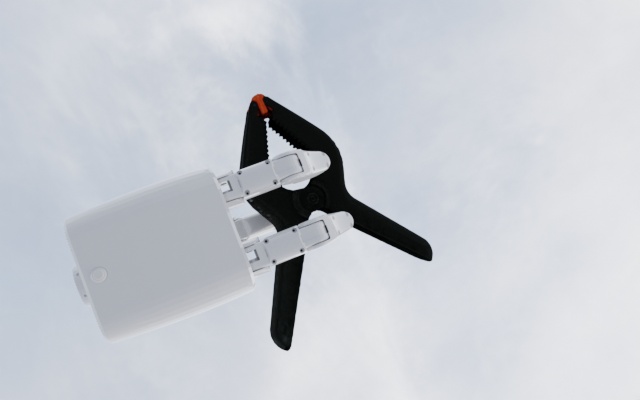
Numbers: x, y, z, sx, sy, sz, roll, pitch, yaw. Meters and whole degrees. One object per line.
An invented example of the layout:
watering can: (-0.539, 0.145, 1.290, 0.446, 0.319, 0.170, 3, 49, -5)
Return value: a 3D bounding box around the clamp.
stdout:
clamp: (-0.001, 0.001, 0.421, 0.164, 0.210, 0.036, -21, -2, -19)
